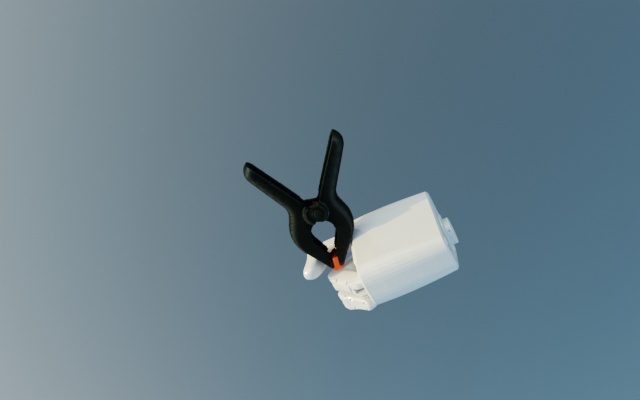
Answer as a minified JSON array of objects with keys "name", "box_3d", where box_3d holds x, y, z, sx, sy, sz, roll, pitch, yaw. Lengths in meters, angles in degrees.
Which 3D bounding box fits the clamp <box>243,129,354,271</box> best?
[{"name":"clamp","box_3d":[0.000,0.002,0.569,0.120,0.171,0.039,-26,23,13]}]
